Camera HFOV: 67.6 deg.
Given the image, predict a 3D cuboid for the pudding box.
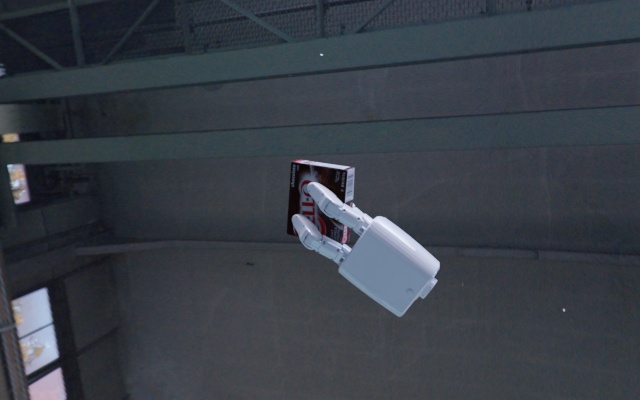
[{"bbox_3d":[0.000,0.002,0.688,0.090,0.113,0.039,10,12,24],"label":"pudding box"}]
